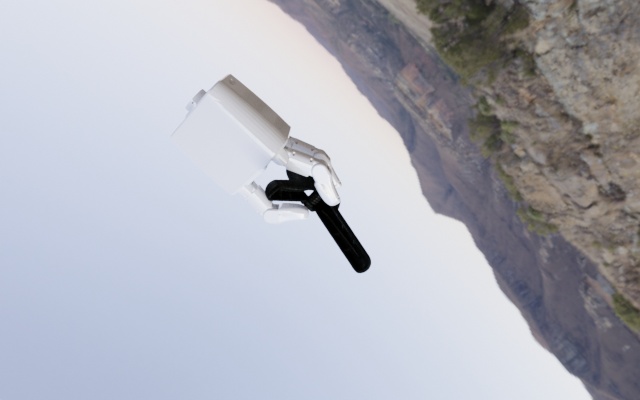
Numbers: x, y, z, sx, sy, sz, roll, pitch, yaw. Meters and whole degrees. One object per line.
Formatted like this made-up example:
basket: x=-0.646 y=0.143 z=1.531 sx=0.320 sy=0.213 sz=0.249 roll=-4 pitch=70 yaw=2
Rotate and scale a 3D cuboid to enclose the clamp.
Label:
clamp: x=-0.001 y=0.002 z=0.638 sx=0.036 sy=0.164 sz=0.210 roll=-42 pitch=16 yaw=15
